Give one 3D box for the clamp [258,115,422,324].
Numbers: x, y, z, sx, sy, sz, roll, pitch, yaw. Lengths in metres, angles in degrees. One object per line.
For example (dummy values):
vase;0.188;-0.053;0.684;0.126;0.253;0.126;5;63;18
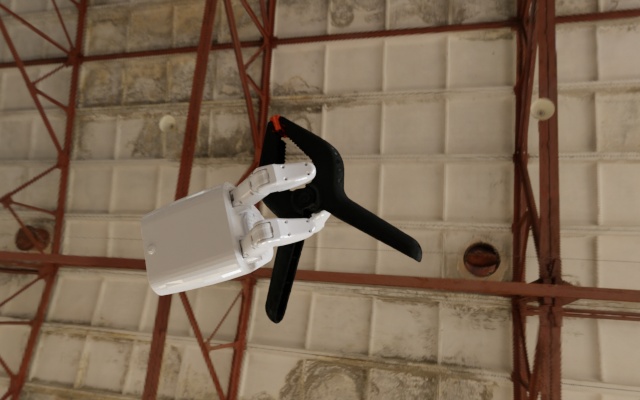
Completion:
clamp;0.000;0.001;0.488;0.164;0.210;0.036;-18;-17;11
